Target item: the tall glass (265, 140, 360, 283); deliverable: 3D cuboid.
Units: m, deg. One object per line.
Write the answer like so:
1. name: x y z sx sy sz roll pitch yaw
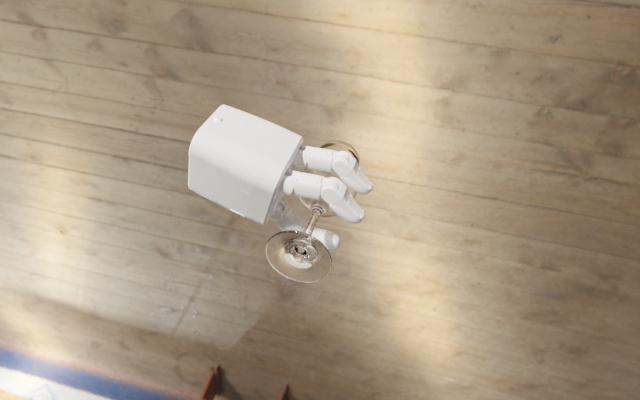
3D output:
1. tall glass: 0.000 0.002 0.583 0.079 0.079 0.201 0 36 18
